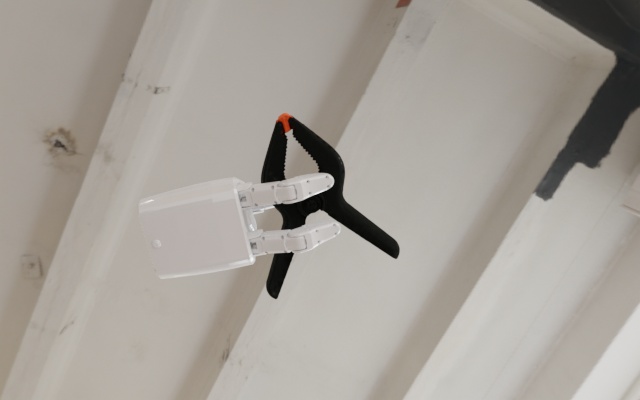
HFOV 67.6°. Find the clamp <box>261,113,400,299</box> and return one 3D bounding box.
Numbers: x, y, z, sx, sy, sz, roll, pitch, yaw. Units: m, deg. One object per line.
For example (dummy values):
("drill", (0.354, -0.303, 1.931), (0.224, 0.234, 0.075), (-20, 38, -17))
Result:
("clamp", (0.000, 0.001, 0.544), (0.164, 0.210, 0.036), (-12, 16, -4))
